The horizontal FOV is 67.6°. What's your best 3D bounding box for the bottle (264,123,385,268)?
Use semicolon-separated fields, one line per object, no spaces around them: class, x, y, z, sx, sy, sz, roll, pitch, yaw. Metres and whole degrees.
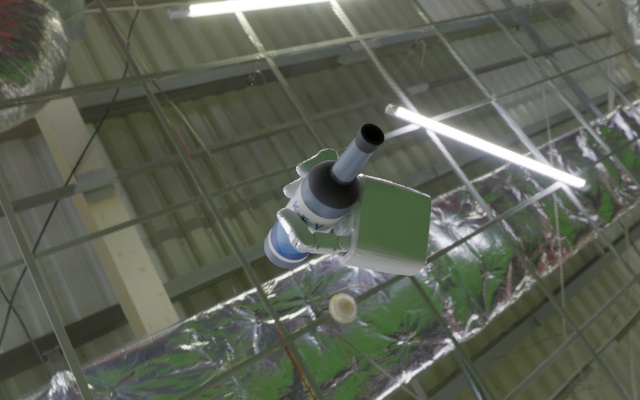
bottle;0.000;0.002;0.604;0.069;0.069;0.296;0;-28;-24
